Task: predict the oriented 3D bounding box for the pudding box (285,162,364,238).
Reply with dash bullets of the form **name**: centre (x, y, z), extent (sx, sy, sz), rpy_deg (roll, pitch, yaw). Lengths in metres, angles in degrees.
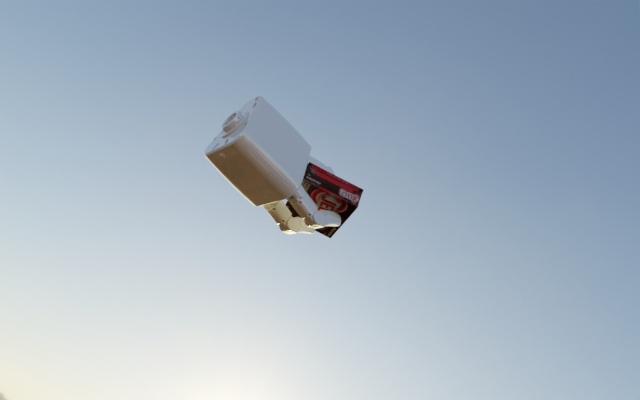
- **pudding box**: centre (0.000, 0.002, 0.708), extent (0.090, 0.039, 0.113), rpy_deg (27, -32, -5)
